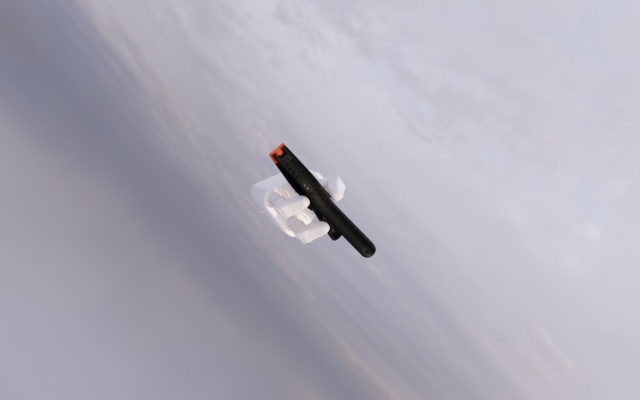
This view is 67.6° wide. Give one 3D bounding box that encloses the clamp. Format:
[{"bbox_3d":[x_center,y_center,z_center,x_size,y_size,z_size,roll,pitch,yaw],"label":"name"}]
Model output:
[{"bbox_3d":[0.000,0.001,0.738,0.036,0.210,0.164,-42,22,-10],"label":"clamp"}]
